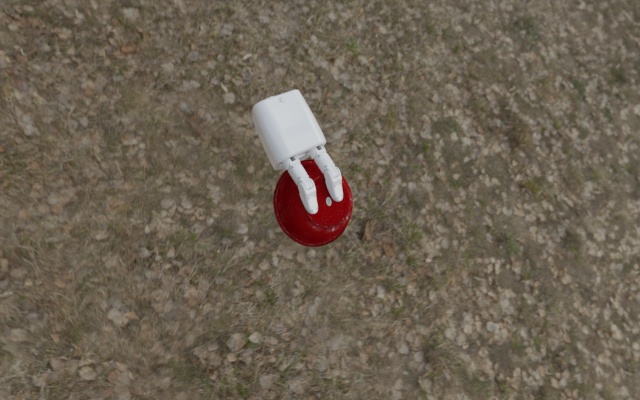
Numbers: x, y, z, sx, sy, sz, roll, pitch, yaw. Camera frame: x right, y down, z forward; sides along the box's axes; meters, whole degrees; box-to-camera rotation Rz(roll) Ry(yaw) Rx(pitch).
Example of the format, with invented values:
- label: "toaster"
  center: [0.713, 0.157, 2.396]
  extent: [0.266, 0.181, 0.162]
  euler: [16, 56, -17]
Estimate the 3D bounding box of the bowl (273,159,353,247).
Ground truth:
- label: "bowl"
  center: [0.001, 0.004, 0.852]
  extent: [0.162, 0.162, 0.055]
  euler: [0, -4, -28]
